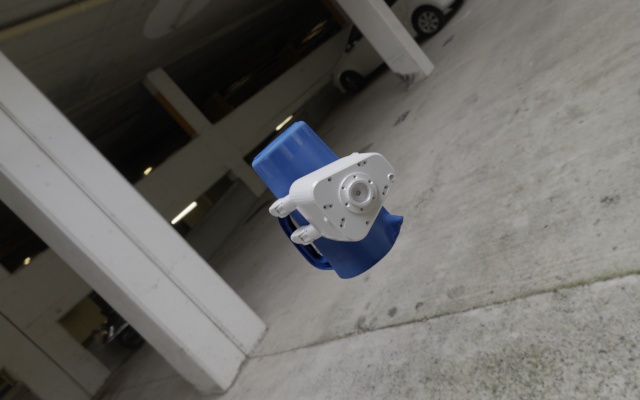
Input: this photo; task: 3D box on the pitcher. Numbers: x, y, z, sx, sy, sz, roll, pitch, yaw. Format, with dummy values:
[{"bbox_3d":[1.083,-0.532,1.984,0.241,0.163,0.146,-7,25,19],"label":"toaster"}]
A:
[{"bbox_3d":[0.000,0.002,0.767,0.149,0.243,0.145,-43,11,-10],"label":"pitcher"}]
